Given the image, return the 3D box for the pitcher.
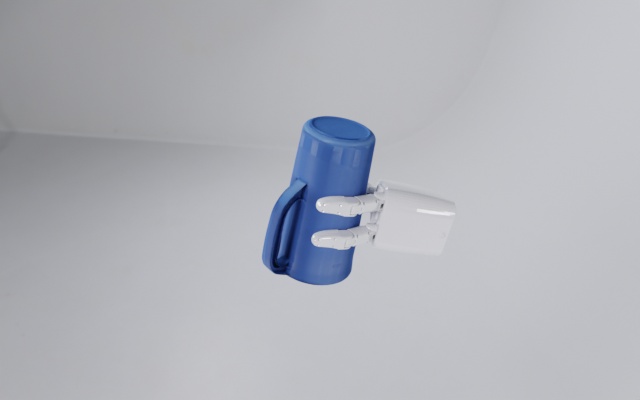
[{"bbox_3d":[0.000,0.002,0.731,0.145,0.243,0.149,10,28,-2],"label":"pitcher"}]
